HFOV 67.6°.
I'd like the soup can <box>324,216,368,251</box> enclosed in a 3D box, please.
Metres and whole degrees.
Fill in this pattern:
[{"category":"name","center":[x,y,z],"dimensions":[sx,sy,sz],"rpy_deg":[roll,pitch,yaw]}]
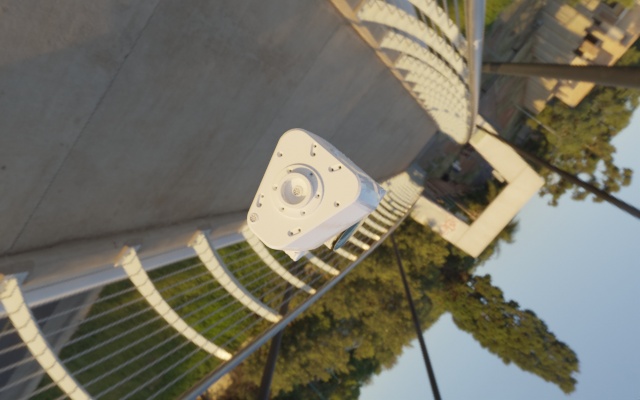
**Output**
[{"category":"soup can","center":[0.000,0.002,0.567],"dimensions":[0.102,0.068,0.068],"rpy_deg":[41,12,14]}]
